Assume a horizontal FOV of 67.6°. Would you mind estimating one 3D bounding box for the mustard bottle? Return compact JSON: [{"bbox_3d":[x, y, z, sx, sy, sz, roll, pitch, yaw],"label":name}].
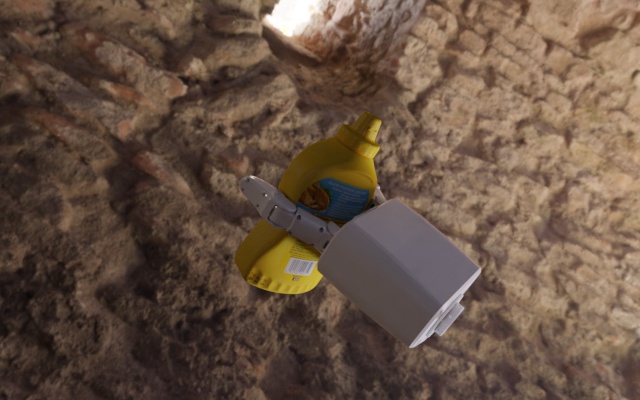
[{"bbox_3d":[0.000,0.002,0.459,0.096,0.192,0.058,16,24,-39],"label":"mustard bottle"}]
